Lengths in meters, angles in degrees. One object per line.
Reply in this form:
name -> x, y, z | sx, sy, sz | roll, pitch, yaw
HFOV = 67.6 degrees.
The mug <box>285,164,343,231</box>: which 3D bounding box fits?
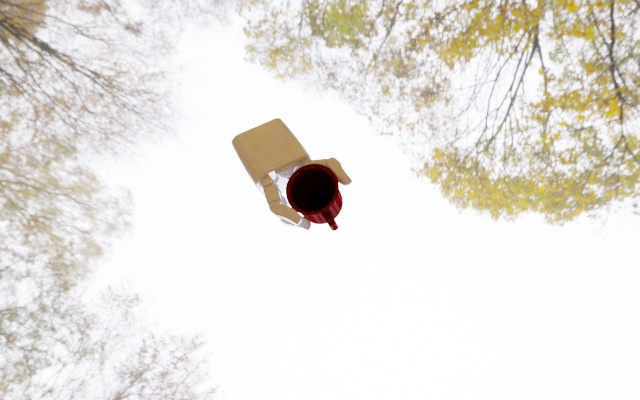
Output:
mug -> 0.001, 0.004, 0.834 | 0.093, 0.117, 0.081 | -33, -23, 0
